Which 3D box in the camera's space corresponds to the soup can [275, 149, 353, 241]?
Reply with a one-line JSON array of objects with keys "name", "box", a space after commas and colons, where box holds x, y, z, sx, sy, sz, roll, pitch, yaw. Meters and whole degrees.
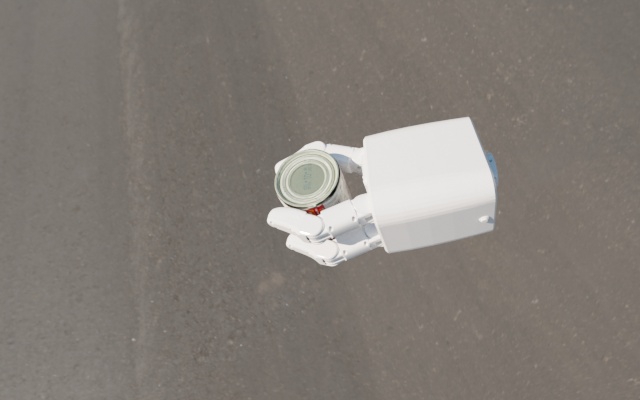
[{"name": "soup can", "box": [0.000, 0.001, 0.497, 0.068, 0.068, 0.102, 0, -28, 18]}]
